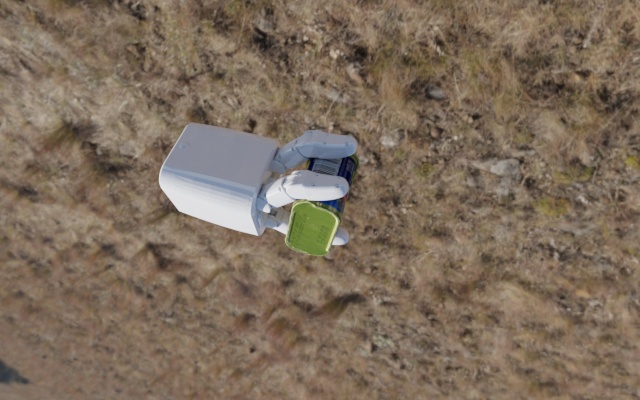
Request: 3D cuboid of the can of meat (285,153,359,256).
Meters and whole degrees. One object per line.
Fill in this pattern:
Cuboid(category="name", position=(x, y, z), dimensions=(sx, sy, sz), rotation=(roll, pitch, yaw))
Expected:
Cuboid(category="can of meat", position=(0.000, 0.002, 0.526), dimensions=(0.057, 0.084, 0.102), rotation=(17, -37, 1))
